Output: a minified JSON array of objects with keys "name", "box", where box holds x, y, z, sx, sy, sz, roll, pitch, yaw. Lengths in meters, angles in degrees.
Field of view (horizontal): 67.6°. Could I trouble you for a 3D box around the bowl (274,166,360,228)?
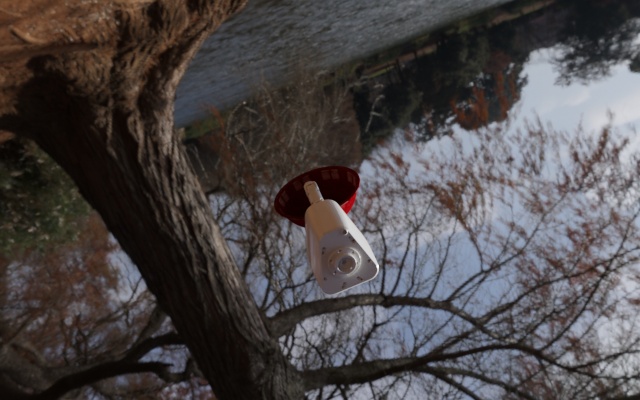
[{"name":"bowl","box":[0.000,0.002,0.867,0.162,0.055,0.162,-14,33,9]}]
